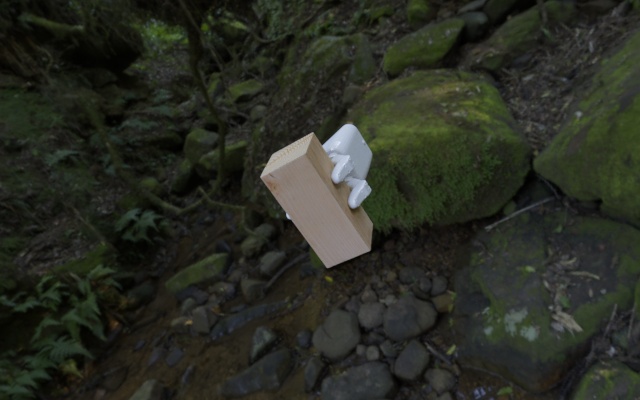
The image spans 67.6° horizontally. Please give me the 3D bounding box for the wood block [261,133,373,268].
[{"bbox_3d":[0.000,0.002,0.822,0.091,0.206,0.090,-25,24,22],"label":"wood block"}]
